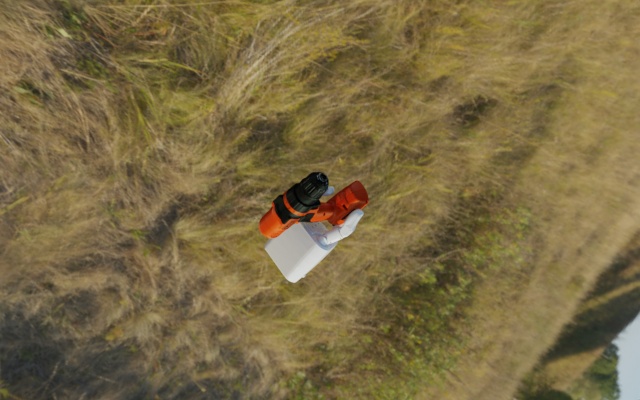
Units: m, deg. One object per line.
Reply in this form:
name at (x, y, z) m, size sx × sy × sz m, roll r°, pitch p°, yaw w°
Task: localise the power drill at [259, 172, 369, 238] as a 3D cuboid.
power drill at (0.000, 0.003, 0.874) m, size 0.187 × 0.057 × 0.184 m, roll -4°, pitch -26°, yaw -44°
